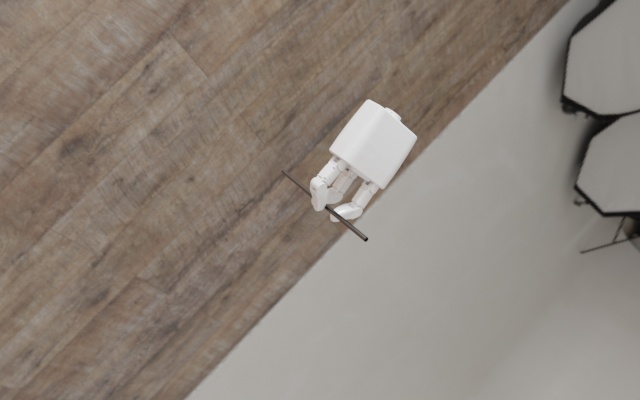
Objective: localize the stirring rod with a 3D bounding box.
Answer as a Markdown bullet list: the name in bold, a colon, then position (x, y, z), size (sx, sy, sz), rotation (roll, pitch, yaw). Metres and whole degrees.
- **stirring rod**: position (0.000, 0.003, 0.811), size (0.011, 0.011, 0.239), rotation (0, 29, -42)
